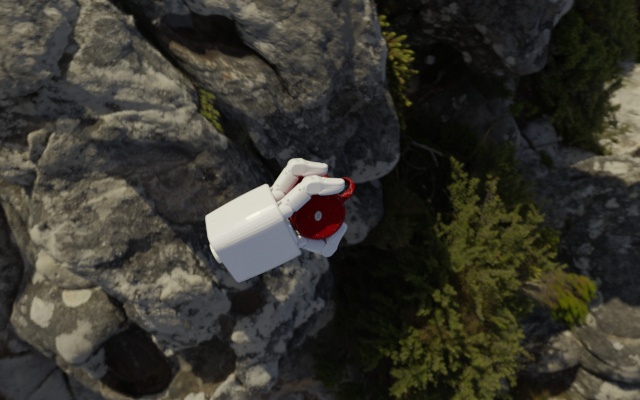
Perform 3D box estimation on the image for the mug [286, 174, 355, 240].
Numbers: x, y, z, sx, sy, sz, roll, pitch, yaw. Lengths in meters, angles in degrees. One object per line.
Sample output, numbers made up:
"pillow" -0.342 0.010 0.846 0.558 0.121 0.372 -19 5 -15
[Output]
"mug" 0.001 0.002 0.731 0.117 0.093 0.081 -26 29 -3
